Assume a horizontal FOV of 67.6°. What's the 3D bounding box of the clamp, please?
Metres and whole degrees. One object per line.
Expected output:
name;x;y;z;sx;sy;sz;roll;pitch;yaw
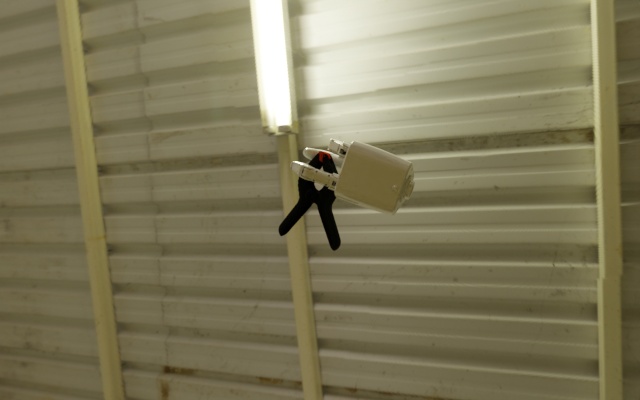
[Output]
clamp;0.000;0.003;0.841;0.120;0.171;0.039;21;11;16
